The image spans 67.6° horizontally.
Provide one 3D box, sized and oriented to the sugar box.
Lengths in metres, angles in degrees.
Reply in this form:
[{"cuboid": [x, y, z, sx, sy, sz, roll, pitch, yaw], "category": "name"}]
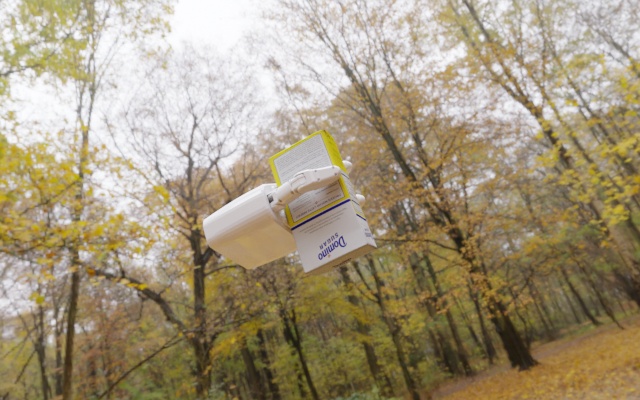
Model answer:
[{"cuboid": [0.000, 0.002, 0.637, 0.093, 0.176, 0.048, -27, -22, 18], "category": "sugar box"}]
